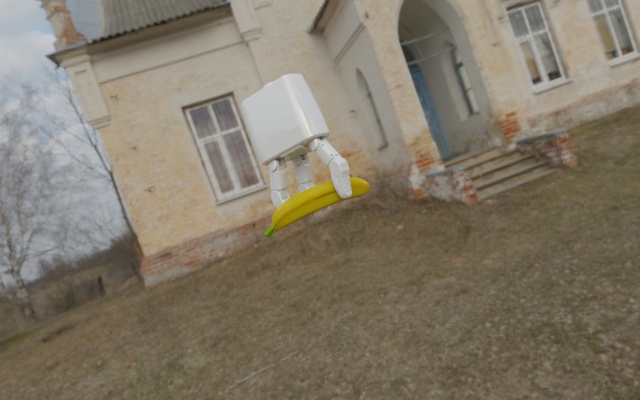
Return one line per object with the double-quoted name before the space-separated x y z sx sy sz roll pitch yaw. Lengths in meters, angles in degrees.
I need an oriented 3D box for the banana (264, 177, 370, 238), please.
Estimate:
"banana" 0.003 -0.003 0.737 0.198 0.037 0.070 -22 -12 -24
